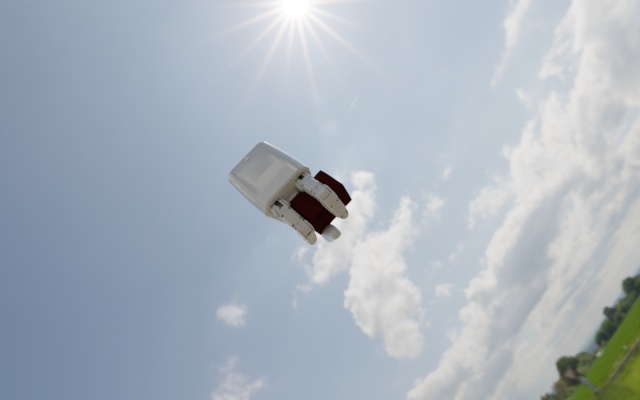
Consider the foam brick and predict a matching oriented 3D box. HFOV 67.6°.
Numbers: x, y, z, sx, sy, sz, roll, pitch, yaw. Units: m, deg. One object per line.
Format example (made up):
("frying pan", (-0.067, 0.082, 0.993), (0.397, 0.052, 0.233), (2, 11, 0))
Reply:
("foam brick", (0.000, 0.002, 0.744), (0.051, 0.078, 0.053), (35, -13, 34))
